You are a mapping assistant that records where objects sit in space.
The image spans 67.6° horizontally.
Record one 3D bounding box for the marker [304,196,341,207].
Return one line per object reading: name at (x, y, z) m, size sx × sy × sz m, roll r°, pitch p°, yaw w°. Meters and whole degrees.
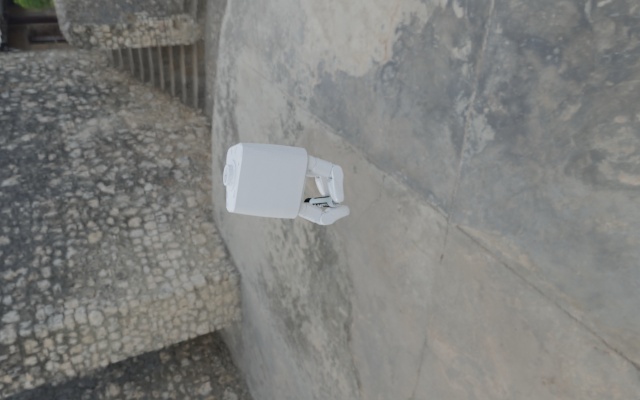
marker at (0.000, 0.003, 0.831) m, size 0.020 × 0.020 × 0.121 m, roll 0°, pitch -1°, yaw -24°
